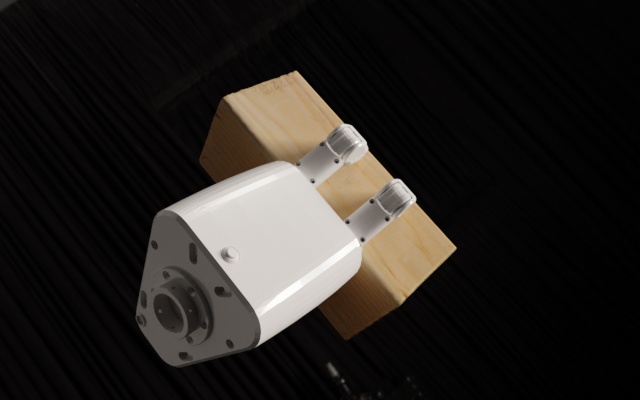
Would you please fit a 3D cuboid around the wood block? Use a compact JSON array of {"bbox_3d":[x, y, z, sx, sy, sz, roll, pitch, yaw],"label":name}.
[{"bbox_3d":[0.000,0.002,0.412,0.090,0.206,0.091,-33,-12,-39],"label":"wood block"}]
